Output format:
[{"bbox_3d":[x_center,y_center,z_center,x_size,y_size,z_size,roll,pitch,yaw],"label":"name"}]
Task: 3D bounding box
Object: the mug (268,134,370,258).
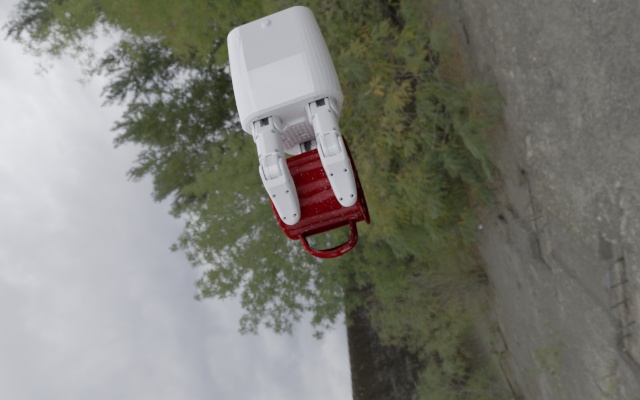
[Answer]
[{"bbox_3d":[0.000,0.003,0.471,0.081,0.117,0.093,-17,-22,9],"label":"mug"}]
